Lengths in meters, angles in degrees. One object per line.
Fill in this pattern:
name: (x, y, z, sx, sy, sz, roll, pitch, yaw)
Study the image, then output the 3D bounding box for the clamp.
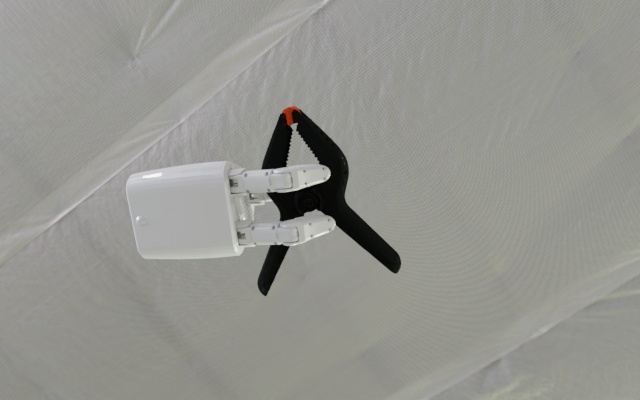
clamp: (0.000, 0.001, 0.521, 0.164, 0.210, 0.036, -5, 14, 5)
